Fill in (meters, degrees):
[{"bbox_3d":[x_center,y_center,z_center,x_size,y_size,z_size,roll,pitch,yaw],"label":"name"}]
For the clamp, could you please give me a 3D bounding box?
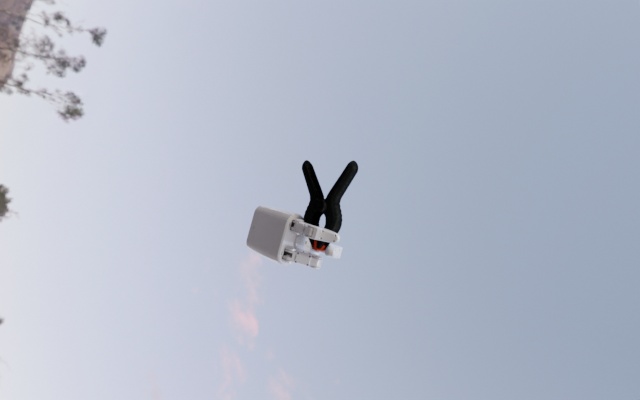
[{"bbox_3d":[0.001,0.003,0.871,0.120,0.171,0.039,15,0,44],"label":"clamp"}]
